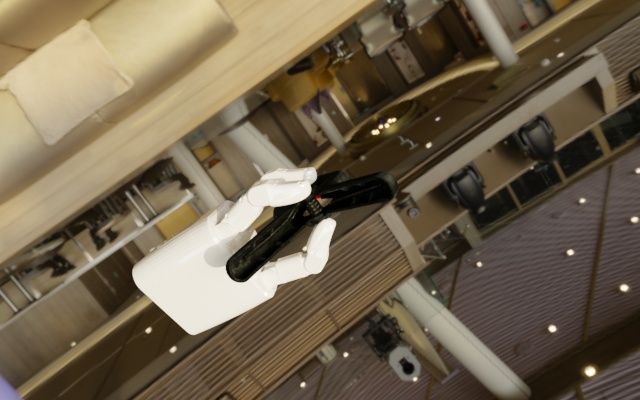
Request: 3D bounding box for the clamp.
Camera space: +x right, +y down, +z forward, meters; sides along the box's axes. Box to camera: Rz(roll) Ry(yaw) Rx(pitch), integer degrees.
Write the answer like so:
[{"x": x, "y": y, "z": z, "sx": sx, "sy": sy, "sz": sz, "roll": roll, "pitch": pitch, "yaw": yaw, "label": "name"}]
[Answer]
[{"x": 0.000, "y": 0.002, "z": 0.487, "sx": 0.164, "sy": 0.036, "sz": 0.210, "roll": -27, "pitch": 11, "yaw": 13, "label": "clamp"}]
